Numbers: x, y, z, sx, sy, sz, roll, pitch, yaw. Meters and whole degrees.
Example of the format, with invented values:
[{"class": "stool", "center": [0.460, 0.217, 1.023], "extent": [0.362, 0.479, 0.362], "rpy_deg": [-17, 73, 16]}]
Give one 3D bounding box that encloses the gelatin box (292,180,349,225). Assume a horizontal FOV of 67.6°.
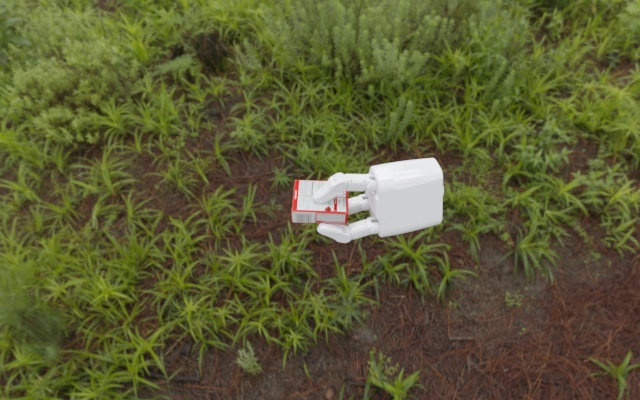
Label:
[{"class": "gelatin box", "center": [0.000, 0.002, 0.766], "extent": [0.089, 0.073, 0.030], "rpy_deg": [2, -45, 0]}]
